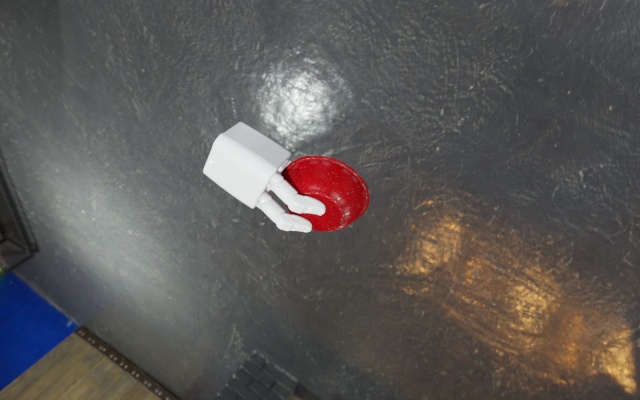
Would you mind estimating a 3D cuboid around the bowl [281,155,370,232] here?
[{"bbox_3d":[0.001,0.003,0.814,0.162,0.162,0.055,0,43,20],"label":"bowl"}]
